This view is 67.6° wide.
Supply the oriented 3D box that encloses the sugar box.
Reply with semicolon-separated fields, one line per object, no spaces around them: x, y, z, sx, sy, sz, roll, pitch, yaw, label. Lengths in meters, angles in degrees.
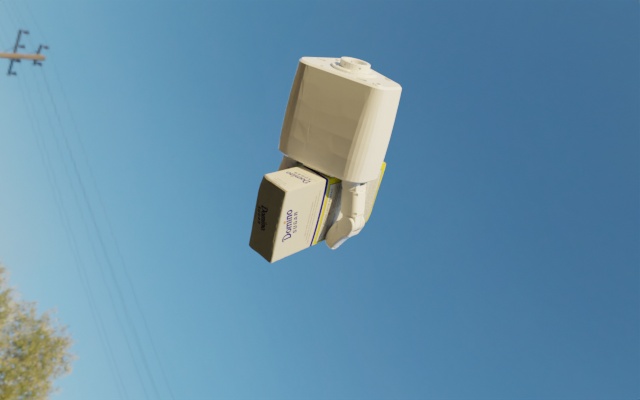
0.000;0.001;0.563;0.048;0.093;0.176;34;33;33;sugar box
